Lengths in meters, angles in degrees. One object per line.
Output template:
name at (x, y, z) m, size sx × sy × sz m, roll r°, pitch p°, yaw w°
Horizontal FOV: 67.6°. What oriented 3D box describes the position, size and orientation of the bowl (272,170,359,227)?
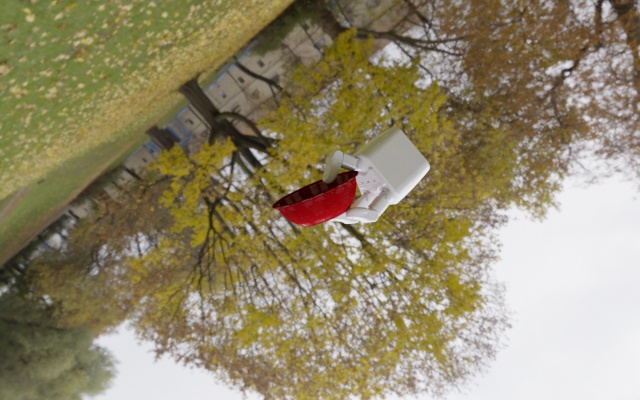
bowl at (-0.001, 0.004, 0.831) m, size 0.162 × 0.055 × 0.162 m, roll -21°, pitch 9°, yaw 4°
